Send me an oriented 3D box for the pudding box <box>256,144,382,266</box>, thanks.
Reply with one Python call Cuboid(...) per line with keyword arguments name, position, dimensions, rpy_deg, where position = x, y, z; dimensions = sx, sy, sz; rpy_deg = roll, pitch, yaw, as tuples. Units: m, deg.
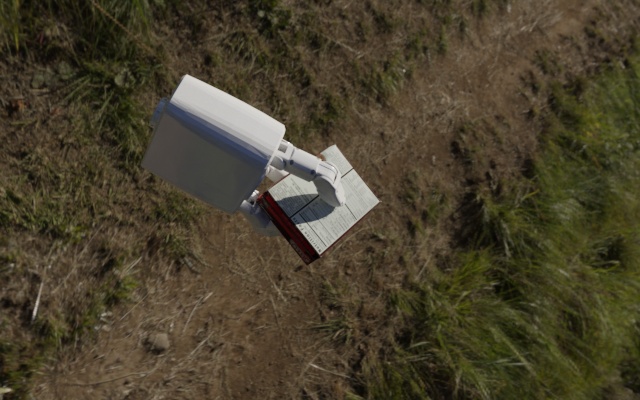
Cuboid(name="pudding box", position=(0.000, 0.002, 0.523), dimensions=(0.113, 0.090, 0.039), rpy_deg=(-38, 1, -32))
